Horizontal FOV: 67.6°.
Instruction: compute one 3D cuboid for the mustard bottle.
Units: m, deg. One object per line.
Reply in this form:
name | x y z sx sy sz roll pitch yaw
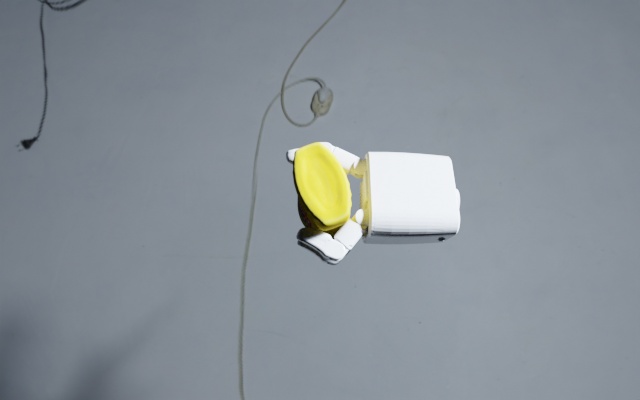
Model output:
mustard bottle | 0.000 0.002 0.611 0.058 0.096 0.192 -22 -12 -6
